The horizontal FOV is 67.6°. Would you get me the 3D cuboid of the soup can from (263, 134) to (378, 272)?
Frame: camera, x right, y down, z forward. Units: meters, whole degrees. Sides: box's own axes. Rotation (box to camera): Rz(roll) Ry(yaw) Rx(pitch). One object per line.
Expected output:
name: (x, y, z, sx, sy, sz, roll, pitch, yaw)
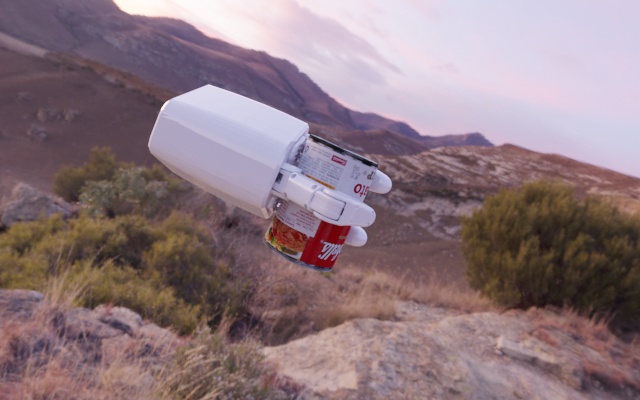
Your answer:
soup can: (0.001, 0.001, 0.418, 0.068, 0.102, 0.068, 24, 8, -3)
